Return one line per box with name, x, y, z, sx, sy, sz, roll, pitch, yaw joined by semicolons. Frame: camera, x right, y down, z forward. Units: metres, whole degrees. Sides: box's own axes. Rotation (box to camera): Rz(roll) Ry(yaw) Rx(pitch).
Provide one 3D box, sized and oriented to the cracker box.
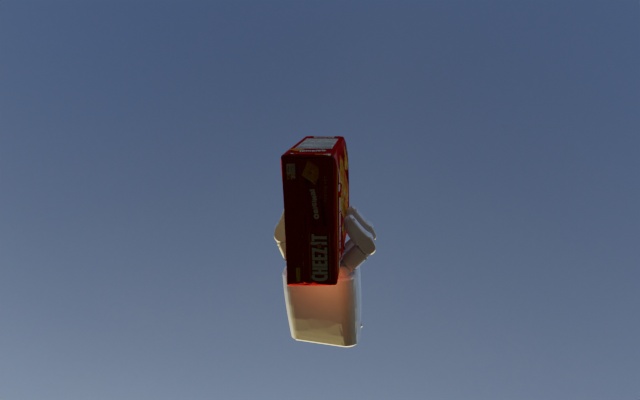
cracker box;0.000;0.002;0.664;0.072;0.164;0.213;-1;14;6
